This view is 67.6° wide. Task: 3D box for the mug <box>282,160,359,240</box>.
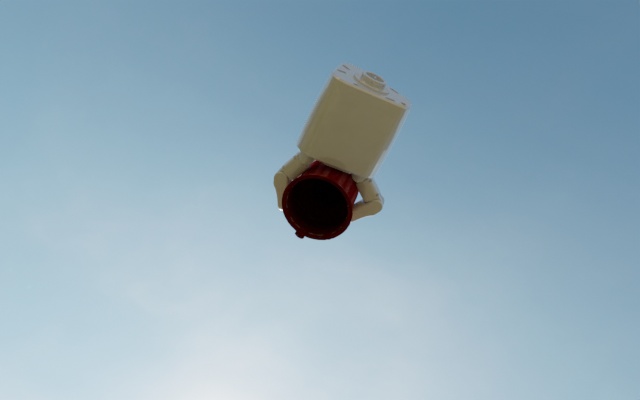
[{"bbox_3d":[0.000,0.003,0.641,0.093,0.117,0.081,29,30,1],"label":"mug"}]
